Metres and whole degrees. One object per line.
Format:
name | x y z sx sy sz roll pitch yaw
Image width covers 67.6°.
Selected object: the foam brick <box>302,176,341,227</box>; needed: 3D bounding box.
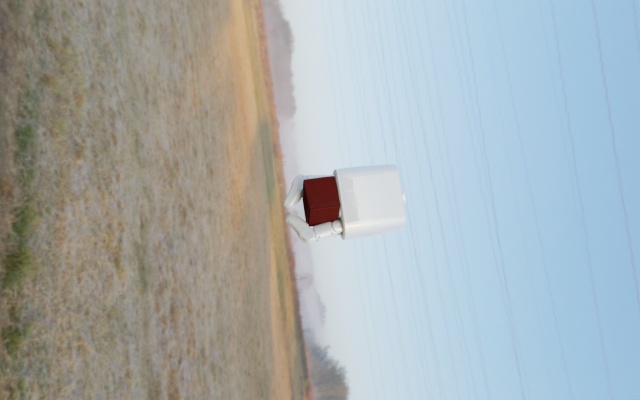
foam brick | 0.000 0.002 0.762 0.051 0.053 0.078 -7 -23 -6
